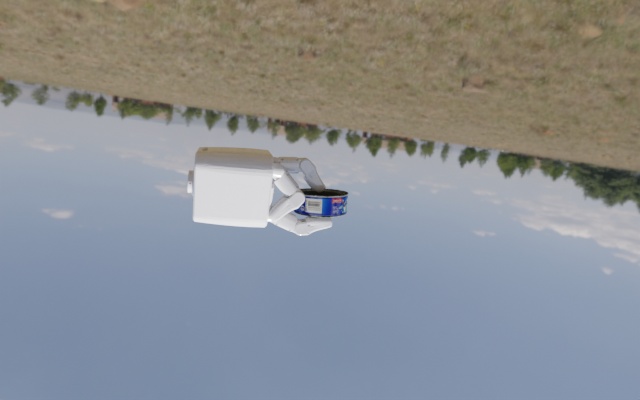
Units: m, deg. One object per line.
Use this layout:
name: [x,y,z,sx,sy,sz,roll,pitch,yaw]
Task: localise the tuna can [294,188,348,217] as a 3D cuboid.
tuna can: [0.000,0.003,0.747,0.086,0.034,0.086,2,9,0]
